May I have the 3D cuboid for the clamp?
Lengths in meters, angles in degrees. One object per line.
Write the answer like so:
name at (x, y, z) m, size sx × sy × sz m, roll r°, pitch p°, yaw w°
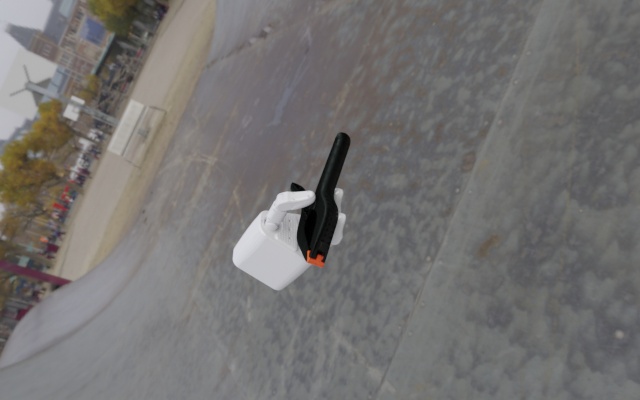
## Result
clamp at (-0.001, 0.003, 0.743) m, size 0.036 × 0.209 × 0.165 m, roll 21°, pitch -48°, yaw -24°
